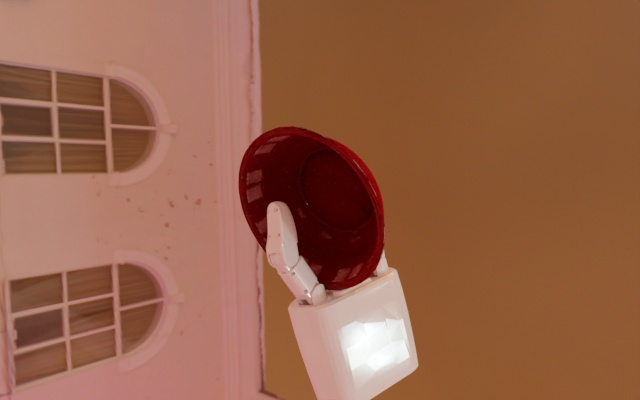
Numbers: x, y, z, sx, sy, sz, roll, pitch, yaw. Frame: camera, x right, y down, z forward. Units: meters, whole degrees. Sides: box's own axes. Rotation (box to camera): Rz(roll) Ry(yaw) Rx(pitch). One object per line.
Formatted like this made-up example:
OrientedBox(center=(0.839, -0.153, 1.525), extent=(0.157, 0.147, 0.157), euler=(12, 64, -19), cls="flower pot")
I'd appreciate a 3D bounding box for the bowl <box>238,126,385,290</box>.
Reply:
OrientedBox(center=(0.000, 0.000, 0.449), extent=(0.162, 0.162, 0.055), euler=(0, 24, 38), cls="bowl")
